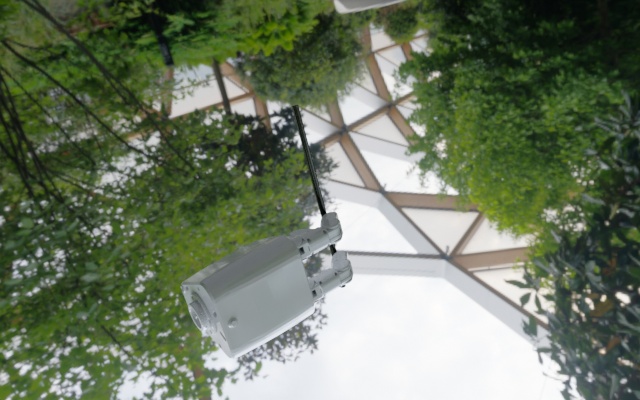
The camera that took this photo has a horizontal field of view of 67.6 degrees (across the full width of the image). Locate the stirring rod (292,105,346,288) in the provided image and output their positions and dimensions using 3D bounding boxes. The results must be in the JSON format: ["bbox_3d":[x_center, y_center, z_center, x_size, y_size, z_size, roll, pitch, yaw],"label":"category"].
[{"bbox_3d":[0.000,0.002,0.584,0.011,0.240,0.011,-13,19,5],"label":"stirring rod"}]
